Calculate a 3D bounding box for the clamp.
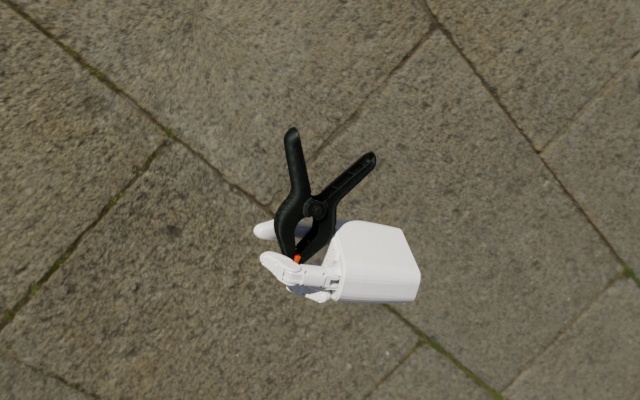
[{"bbox_3d":[0.000,0.002,0.581,0.120,0.171,0.039,7,19,-17],"label":"clamp"}]
